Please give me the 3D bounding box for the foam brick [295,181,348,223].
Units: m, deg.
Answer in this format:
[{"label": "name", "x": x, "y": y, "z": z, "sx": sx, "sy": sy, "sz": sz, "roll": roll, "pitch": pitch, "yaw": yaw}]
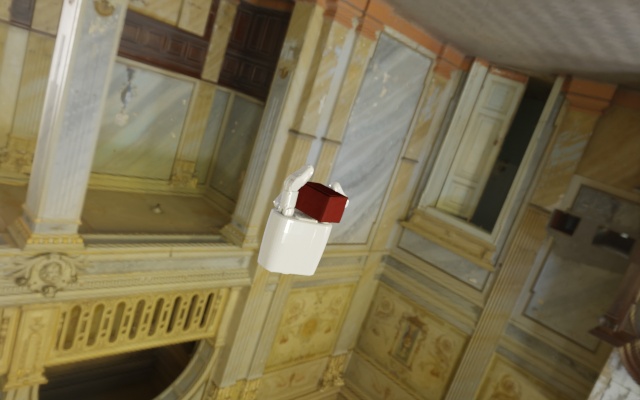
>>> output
[{"label": "foam brick", "x": 0.000, "y": 0.003, "z": 0.850, "sx": 0.053, "sy": 0.051, "sz": 0.078, "roll": 6, "pitch": 17, "yaw": -47}]
